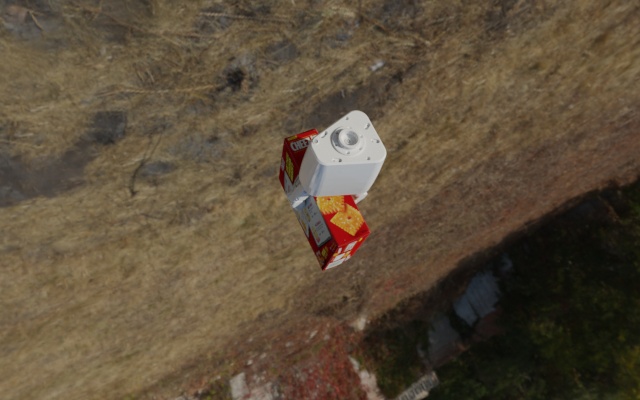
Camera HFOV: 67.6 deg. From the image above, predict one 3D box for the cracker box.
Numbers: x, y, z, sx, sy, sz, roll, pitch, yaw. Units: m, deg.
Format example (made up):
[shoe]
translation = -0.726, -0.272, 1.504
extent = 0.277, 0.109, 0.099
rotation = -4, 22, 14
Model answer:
[cracker box]
translation = 0.000, 0.003, 0.871
extent = 0.072, 0.213, 0.164
rotation = -21, -18, -17
